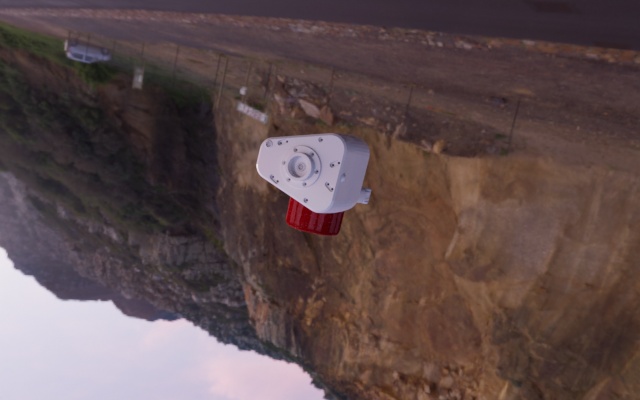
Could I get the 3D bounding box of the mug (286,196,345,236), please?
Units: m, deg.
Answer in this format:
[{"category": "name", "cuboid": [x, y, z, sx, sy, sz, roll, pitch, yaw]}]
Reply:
[{"category": "mug", "cuboid": [0.000, 0.002, 0.711, 0.093, 0.081, 0.117, 15, 7, 18]}]
